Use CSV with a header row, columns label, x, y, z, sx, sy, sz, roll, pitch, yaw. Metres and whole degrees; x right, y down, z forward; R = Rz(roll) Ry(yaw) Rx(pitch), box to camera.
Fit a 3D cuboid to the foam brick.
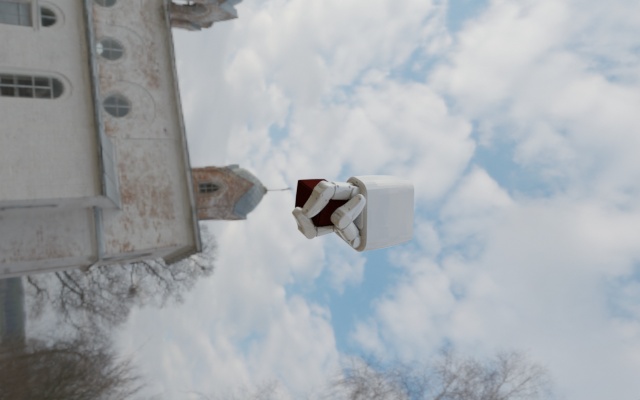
label,x,y,z,sx,sy,sz,roll,pitch,yaw
foam brick,0.000,0.002,0.770,0.051,0.053,0.078,-6,27,-32
